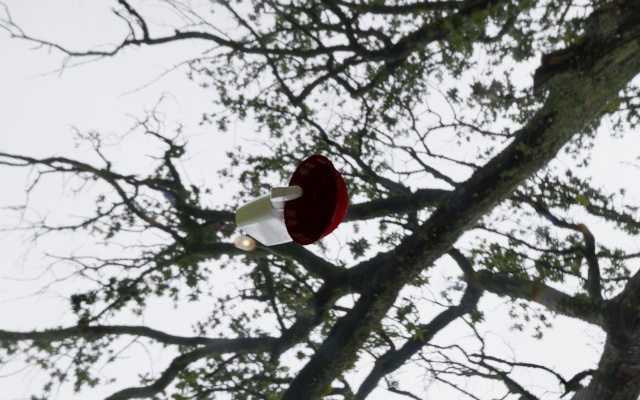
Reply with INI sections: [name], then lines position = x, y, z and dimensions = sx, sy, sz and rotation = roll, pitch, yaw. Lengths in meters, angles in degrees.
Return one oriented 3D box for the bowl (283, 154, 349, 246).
[bowl]
position = 0.001, 0.003, 0.845
dimensions = 0.055, 0.162, 0.162
rotation = 12, -7, -35
